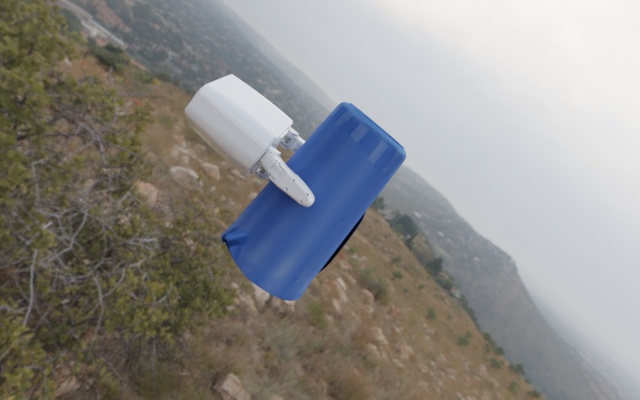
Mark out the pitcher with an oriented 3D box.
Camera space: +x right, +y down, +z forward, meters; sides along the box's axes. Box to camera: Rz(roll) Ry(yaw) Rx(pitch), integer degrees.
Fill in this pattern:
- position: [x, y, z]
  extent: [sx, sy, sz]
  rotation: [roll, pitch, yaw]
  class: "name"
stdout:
- position: [0.000, 0.002, 0.621]
  extent: [0.145, 0.243, 0.149]
  rotation: [39, 10, -4]
  class: "pitcher"
